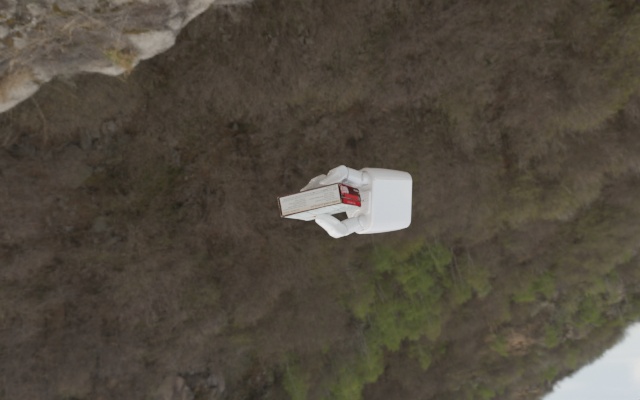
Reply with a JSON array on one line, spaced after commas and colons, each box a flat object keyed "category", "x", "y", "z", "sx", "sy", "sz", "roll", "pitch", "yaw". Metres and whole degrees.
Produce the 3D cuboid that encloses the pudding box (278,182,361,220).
[{"category": "pudding box", "x": 0.000, "y": 0.003, "z": 0.790, "sx": 0.113, "sy": 0.039, "sz": 0.090, "roll": -15, "pitch": -12, "yaw": 23}]
